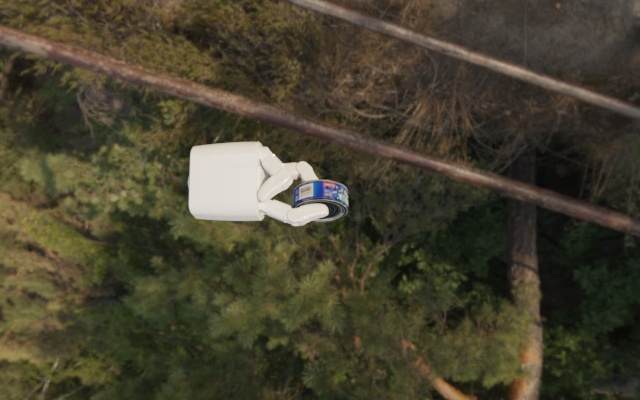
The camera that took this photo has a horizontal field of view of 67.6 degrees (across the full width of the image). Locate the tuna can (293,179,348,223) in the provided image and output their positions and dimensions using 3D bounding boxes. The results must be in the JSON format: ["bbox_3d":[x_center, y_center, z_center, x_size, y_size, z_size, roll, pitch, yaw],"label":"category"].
[{"bbox_3d":[0.000,0.003,0.732,0.086,0.033,0.086,0,-27,0],"label":"tuna can"}]
